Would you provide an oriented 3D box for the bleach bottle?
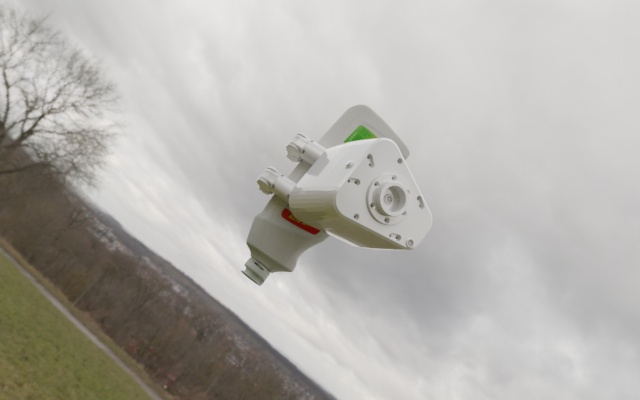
[{"bbox_3d":[0.000,0.002,0.588,0.102,0.250,0.068,44,-17,-17],"label":"bleach bottle"}]
